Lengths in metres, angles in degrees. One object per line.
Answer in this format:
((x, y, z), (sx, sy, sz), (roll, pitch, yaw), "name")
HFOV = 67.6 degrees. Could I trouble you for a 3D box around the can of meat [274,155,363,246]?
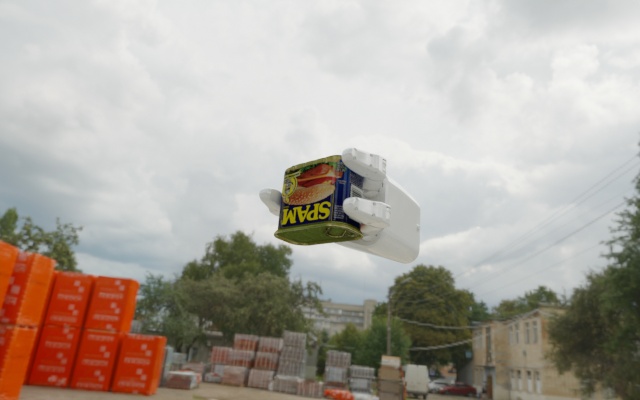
((0.000, 0.001, 0.546), (0.102, 0.084, 0.057), (-10, -25, 37), "can of meat")
